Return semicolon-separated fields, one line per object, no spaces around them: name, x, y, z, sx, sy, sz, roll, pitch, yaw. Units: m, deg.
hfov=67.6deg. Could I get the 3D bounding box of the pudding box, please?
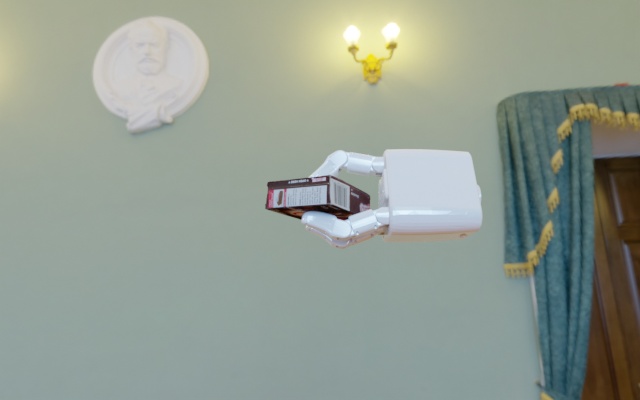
pudding box;0.000;0.002;0.591;0.090;0.039;0.113;-5;-16;29
